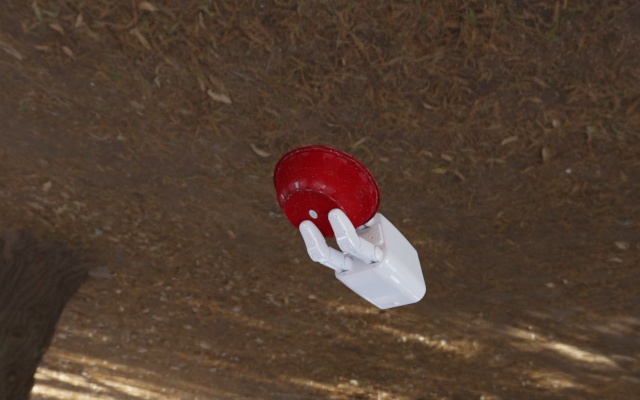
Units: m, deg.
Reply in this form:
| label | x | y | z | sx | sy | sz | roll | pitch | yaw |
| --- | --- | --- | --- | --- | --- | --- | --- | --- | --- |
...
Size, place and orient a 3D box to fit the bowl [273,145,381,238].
| label | x | y | z | sx | sy | sz | roll | pitch | yaw |
| --- | --- | --- | --- | --- | --- | --- | --- | --- | --- |
| bowl | -0.001 | 0.002 | 0.675 | 0.162 | 0.162 | 0.055 | 0 | 41 | 23 |
